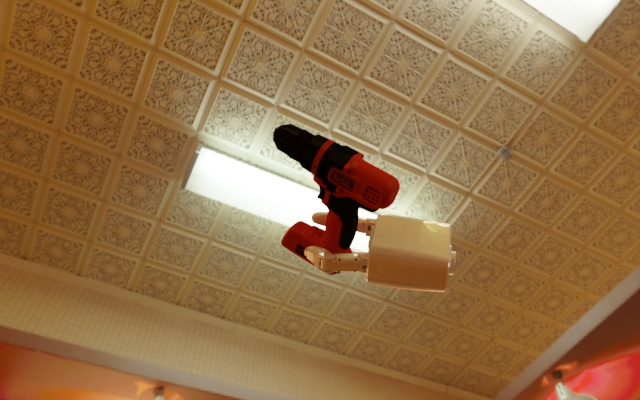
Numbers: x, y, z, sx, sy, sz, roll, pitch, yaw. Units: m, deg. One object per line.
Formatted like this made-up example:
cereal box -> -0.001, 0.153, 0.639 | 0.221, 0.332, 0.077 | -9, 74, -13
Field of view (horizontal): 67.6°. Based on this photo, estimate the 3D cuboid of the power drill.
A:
power drill -> 0.000, 0.003, 0.663 | 0.184, 0.188, 0.057 | 31, 42, 15
